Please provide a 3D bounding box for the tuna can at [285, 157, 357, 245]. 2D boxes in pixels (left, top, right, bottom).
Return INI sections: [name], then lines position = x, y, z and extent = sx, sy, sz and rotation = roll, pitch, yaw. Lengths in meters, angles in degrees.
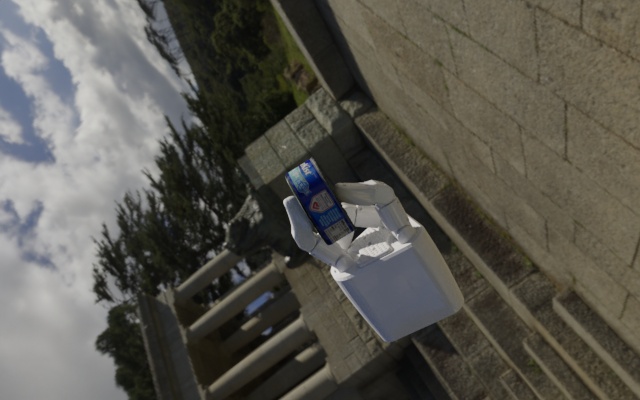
[tuna can]
position = 0.000, 0.002, 0.478
extent = 0.034, 0.086, 0.086
rotation = -32, -1, 1
